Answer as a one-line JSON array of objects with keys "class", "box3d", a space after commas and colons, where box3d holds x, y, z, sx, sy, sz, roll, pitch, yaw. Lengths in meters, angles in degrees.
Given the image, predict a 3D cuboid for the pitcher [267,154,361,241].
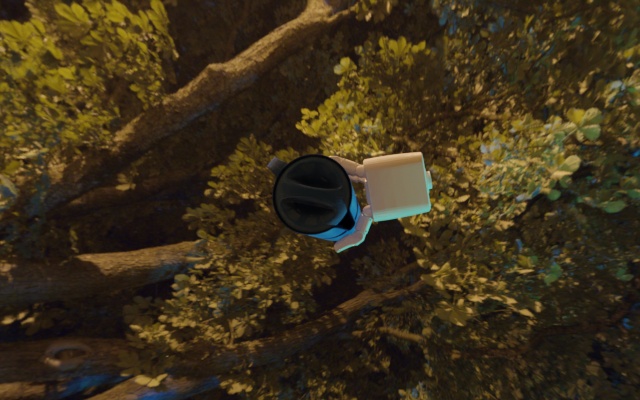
[{"class": "pitcher", "box3d": [0.000, 0.003, 0.880, 0.145, 0.149, 0.243, -9, -12, 9]}]
